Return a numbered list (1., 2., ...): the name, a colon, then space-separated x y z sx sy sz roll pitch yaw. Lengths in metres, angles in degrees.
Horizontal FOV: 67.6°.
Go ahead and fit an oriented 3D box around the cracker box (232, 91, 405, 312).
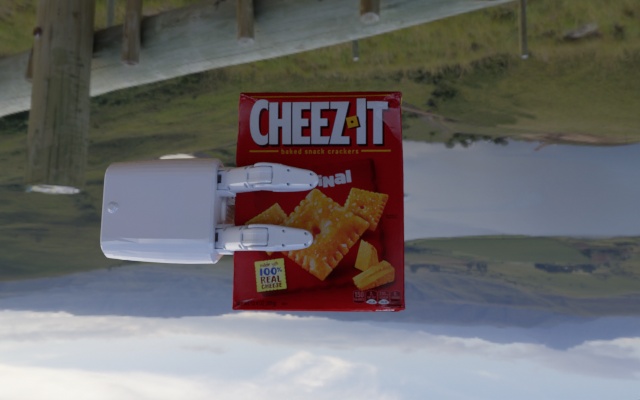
1. cracker box: 0.000 0.002 0.480 0.164 0.213 0.072 0 -8 2
